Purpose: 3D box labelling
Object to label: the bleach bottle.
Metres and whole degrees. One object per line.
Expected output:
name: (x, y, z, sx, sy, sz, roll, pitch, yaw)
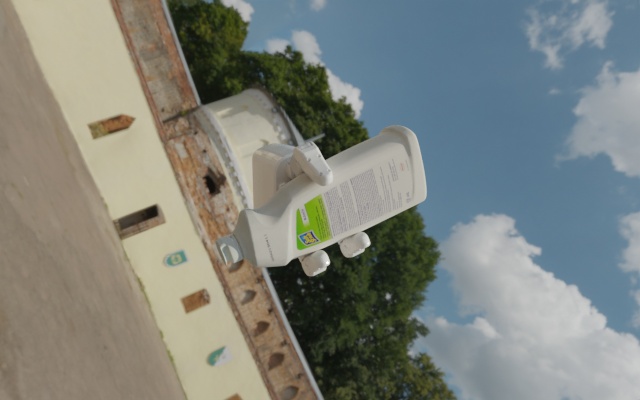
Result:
bleach bottle: (0.000, 0.002, 0.547, 0.251, 0.103, 0.068, -23, 22, -19)
